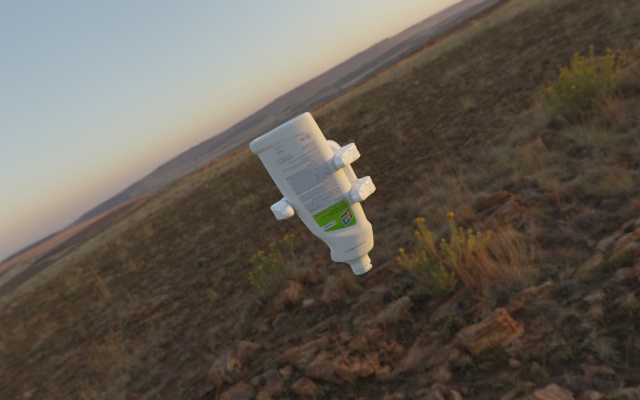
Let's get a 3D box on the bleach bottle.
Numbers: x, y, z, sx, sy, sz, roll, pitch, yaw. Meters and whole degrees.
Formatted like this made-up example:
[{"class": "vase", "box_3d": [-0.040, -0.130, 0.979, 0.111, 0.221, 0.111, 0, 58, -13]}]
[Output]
[{"class": "bleach bottle", "box_3d": [0.000, 0.002, 0.708, 0.102, 0.251, 0.068, -27, 12, 5]}]
